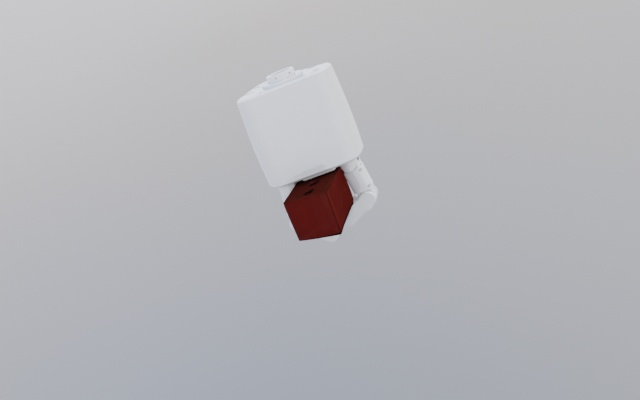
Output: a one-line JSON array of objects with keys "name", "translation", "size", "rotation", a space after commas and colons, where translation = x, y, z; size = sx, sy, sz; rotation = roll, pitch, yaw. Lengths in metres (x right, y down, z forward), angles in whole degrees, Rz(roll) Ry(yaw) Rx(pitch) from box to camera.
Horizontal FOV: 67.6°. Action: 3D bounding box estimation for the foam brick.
[{"name": "foam brick", "translation": [0.000, 0.002, 0.540], "size": [0.053, 0.051, 0.078], "rotation": [-12, 24, 21]}]
